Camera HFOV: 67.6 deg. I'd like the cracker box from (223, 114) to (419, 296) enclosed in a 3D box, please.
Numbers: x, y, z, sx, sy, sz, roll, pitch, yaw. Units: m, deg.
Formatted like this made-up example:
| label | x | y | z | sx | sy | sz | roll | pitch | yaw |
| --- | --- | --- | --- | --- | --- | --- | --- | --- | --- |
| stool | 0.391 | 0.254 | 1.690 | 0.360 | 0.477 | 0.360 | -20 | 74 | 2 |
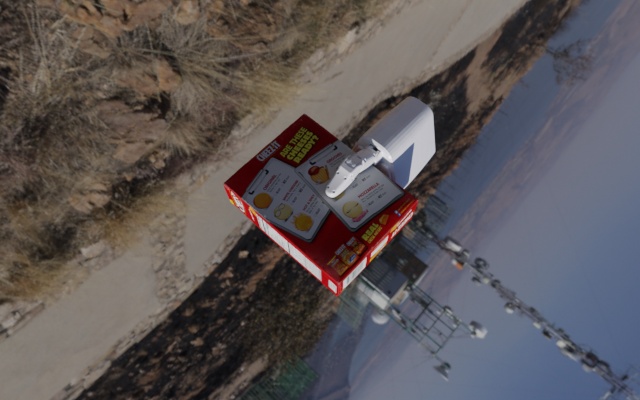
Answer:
| label | x | y | z | sx | sy | sz | roll | pitch | yaw |
| --- | --- | --- | --- | --- | --- | --- | --- | --- | --- |
| cracker box | 0.000 | 0.002 | 0.669 | 0.213 | 0.164 | 0.072 | 39 | -21 | 19 |
